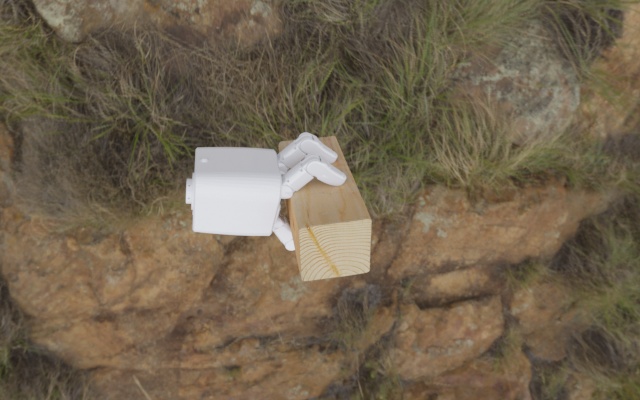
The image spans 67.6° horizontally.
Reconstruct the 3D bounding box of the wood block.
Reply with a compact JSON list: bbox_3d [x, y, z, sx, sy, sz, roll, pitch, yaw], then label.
[{"bbox_3d":[0.000,0.003,0.660,0.090,0.091,0.206,-7,37,-8],"label":"wood block"}]
